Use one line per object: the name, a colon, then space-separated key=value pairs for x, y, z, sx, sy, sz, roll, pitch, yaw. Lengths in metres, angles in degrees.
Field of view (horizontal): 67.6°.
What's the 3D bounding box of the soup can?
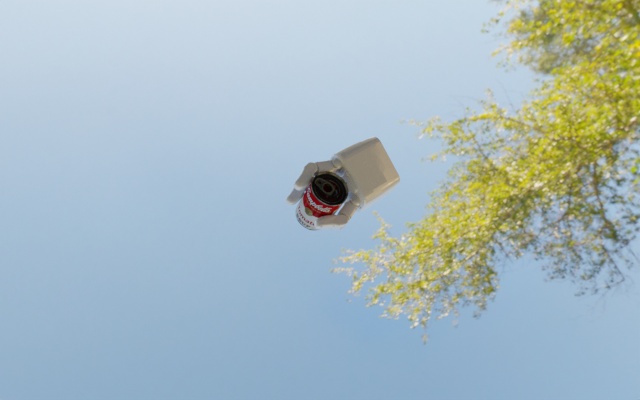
soup can: x=0.000 y=0.003 z=0.856 sx=0.068 sy=0.068 sz=0.102 roll=0 pitch=-28 yaw=-22
